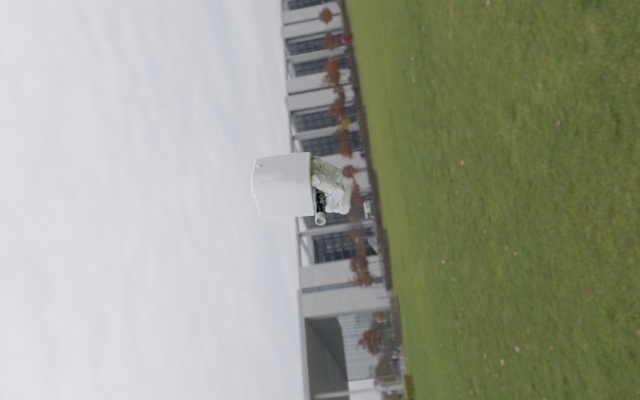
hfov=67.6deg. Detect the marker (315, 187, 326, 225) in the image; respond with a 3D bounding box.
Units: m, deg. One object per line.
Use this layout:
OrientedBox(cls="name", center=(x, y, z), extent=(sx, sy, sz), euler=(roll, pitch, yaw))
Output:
OrientedBox(cls="marker", center=(0.000, 0.003, 0.870), extent=(0.020, 0.020, 0.121), euler=(0, 33, 0))
